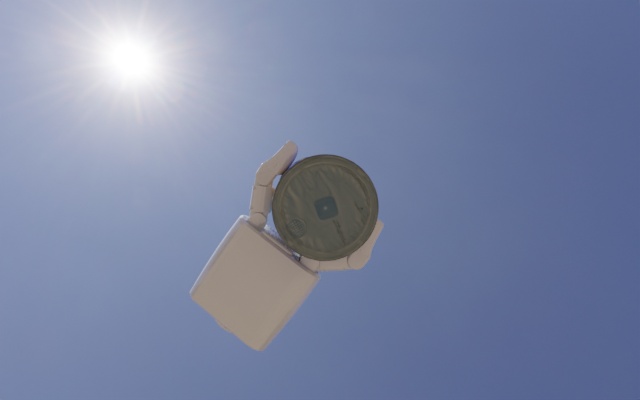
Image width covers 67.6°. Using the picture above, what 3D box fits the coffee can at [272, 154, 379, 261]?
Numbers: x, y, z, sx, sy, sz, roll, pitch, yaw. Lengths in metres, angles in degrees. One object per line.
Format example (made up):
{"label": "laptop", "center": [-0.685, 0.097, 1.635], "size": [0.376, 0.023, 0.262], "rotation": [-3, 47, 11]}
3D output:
{"label": "coffee can", "center": [0.000, 0.002, 0.522], "size": [0.103, 0.103, 0.140], "rotation": [0, 5, -4]}
